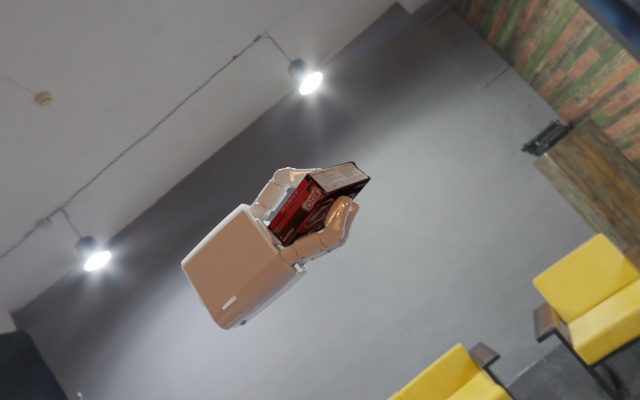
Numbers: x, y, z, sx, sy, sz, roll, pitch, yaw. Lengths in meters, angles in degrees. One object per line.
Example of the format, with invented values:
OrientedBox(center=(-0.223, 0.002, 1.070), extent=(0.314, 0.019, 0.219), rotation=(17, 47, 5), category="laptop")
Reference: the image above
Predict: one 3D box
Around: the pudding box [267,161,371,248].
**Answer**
OrientedBox(center=(0.000, 0.002, 0.567), extent=(0.090, 0.039, 0.113), rotation=(-50, -13, 30), category="pudding box")
